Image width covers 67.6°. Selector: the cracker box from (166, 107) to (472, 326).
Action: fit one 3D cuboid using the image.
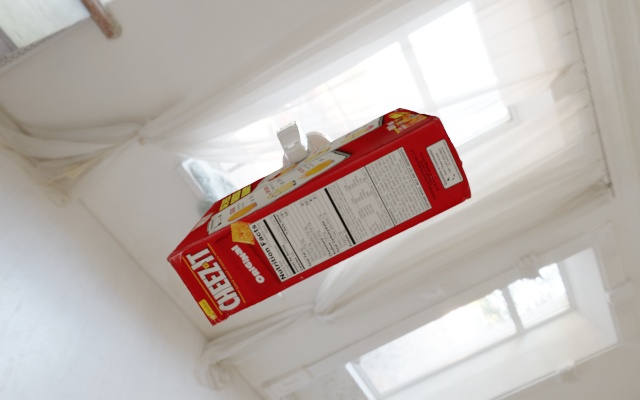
[{"bbox_3d":[0.000,0.001,0.406,0.214,0.072,0.164,-27,12,6],"label":"cracker box"}]
